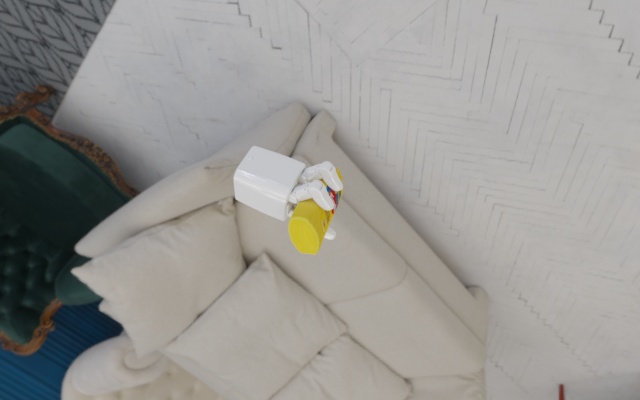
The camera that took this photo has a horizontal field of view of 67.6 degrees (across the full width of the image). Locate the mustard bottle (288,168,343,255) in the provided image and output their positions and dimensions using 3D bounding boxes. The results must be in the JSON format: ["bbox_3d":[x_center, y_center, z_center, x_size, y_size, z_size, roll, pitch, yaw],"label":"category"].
[{"bbox_3d":[0.000,0.003,0.897,0.058,0.096,0.191,5,43,21],"label":"mustard bottle"}]
